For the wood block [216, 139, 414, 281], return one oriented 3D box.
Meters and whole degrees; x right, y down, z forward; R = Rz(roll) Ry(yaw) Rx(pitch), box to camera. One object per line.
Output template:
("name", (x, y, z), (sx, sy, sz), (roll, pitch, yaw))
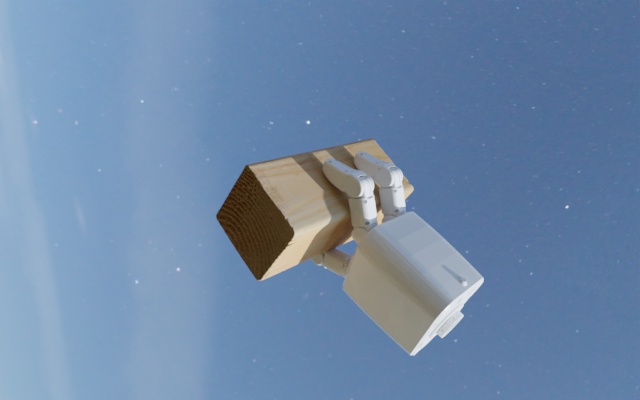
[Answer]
("wood block", (0.000, 0.002, 0.546), (0.206, 0.090, 0.091), (-18, -26, -46))
